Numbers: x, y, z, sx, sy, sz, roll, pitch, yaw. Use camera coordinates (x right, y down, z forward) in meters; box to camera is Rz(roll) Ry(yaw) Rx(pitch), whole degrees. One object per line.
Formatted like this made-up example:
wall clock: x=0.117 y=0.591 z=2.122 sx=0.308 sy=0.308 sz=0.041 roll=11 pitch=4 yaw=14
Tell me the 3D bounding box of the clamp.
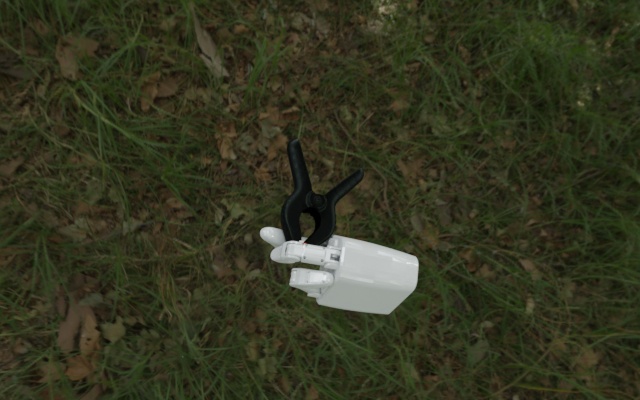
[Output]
clamp: x=0.000 y=0.002 z=0.669 sx=0.120 sy=0.171 sz=0.039 roll=12 pitch=-20 yaw=-11
